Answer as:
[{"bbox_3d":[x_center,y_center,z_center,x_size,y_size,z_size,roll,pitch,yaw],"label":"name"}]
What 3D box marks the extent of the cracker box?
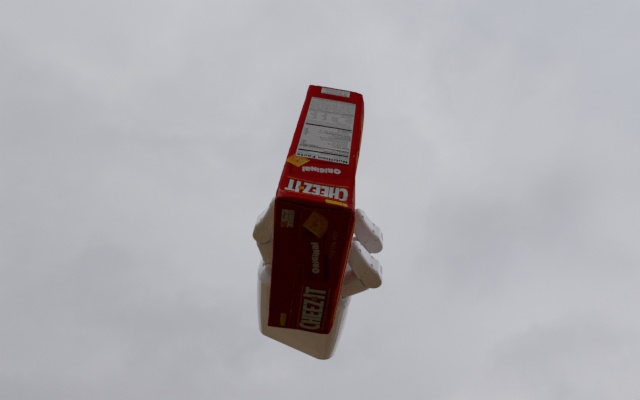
[{"bbox_3d":[0.000,0.002,0.500,0.072,0.164,0.213,8,38,1],"label":"cracker box"}]
